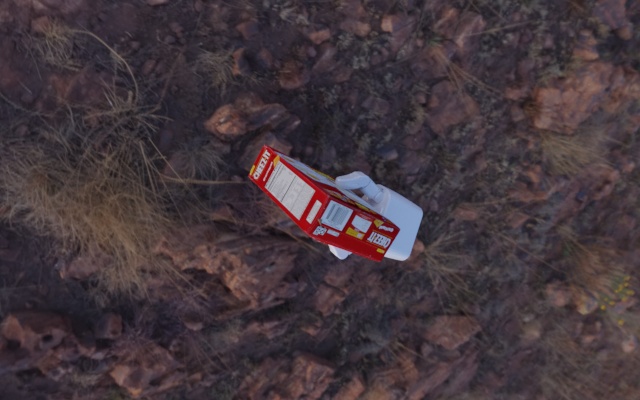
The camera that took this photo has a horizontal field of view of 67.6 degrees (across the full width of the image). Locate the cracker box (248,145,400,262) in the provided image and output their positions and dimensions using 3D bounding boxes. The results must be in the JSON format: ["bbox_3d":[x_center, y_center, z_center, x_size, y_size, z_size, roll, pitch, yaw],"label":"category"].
[{"bbox_3d":[0.000,0.002,0.770,0.164,0.072,0.213,24,10,-39],"label":"cracker box"}]
